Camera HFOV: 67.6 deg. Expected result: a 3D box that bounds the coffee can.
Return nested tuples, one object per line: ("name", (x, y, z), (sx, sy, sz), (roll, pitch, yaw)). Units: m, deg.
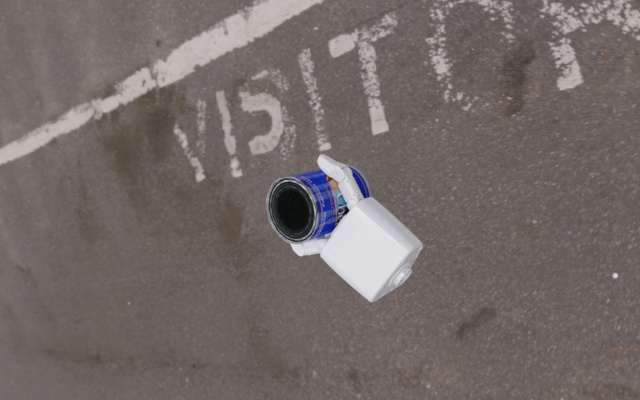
("coffee can", (0.000, 0.002, 0.753), (0.103, 0.103, 0.140), (0, 10, 40))
